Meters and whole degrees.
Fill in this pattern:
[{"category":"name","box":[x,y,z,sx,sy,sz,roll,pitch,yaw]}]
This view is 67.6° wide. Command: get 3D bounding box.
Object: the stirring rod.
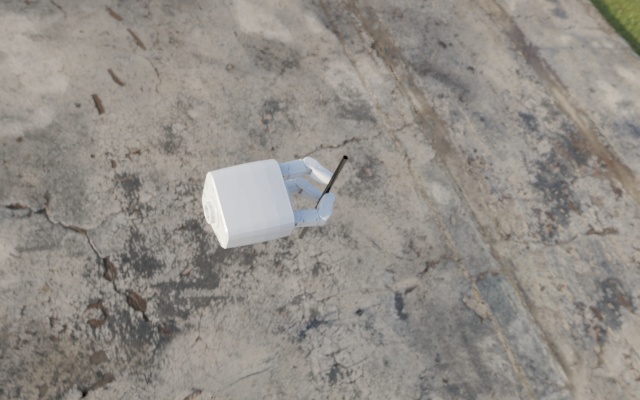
[{"category":"stirring rod","box":[0.000,0.003,0.786,0.011,0.011,0.240,0,-33,-21]}]
